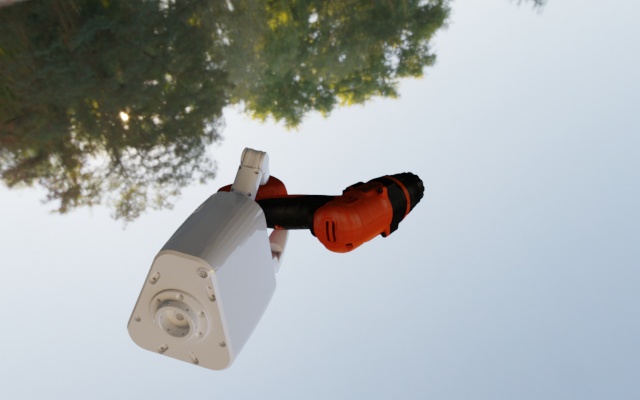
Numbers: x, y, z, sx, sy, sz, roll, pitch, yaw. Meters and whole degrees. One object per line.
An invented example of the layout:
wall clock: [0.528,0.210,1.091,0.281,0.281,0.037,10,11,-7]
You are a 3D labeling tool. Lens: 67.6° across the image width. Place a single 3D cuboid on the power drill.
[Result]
power drill: [0.000,0.002,0.504,0.187,0.057,0.184,0,12,33]
